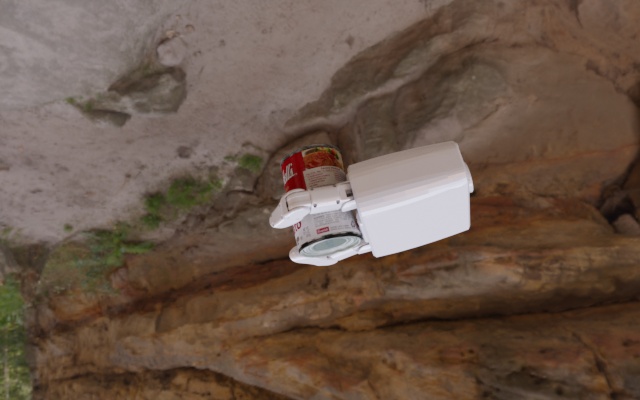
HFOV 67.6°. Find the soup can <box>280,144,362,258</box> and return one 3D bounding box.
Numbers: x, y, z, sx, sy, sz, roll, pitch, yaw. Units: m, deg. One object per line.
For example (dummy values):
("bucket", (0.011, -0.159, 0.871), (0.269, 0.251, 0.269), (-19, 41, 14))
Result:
("soup can", (0.000, 0.002, 0.502), (0.068, 0.102, 0.068), (-11, -21, -4))
